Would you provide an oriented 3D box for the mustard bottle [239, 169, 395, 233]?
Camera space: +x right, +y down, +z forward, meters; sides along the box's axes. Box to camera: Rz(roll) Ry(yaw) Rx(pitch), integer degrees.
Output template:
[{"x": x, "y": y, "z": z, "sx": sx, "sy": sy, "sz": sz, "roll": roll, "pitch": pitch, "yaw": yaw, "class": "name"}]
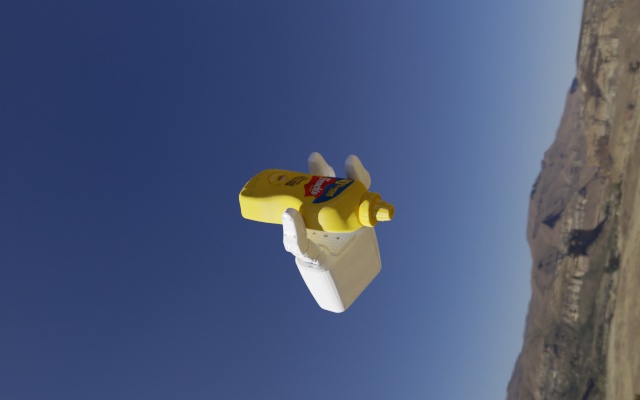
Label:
[{"x": 0.000, "y": 0.002, "z": 0.598, "sx": 0.191, "sy": 0.058, "sz": 0.096, "roll": 9, "pitch": 27, "yaw": 29, "class": "mustard bottle"}]
